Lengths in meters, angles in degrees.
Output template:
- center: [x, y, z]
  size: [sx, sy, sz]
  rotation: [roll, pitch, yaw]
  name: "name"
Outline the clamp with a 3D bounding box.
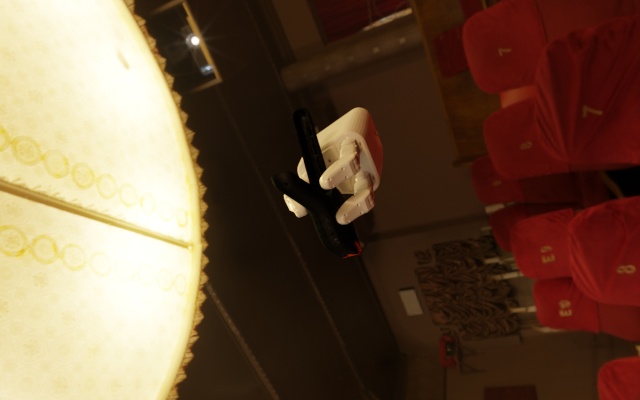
- center: [0.000, 0.003, 0.613]
  size: [0.036, 0.210, 0.164]
  rotation: [-16, 27, 20]
  name: "clamp"
